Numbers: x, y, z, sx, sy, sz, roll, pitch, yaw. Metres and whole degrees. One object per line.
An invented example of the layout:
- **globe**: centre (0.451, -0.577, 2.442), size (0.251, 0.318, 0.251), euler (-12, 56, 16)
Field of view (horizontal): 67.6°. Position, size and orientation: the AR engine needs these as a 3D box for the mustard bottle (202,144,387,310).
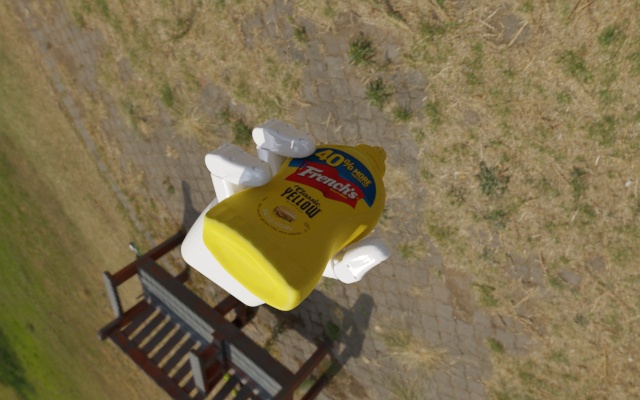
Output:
- **mustard bottle**: centre (0.000, 0.001, 0.409), size (0.096, 0.058, 0.191), euler (35, 48, 18)
